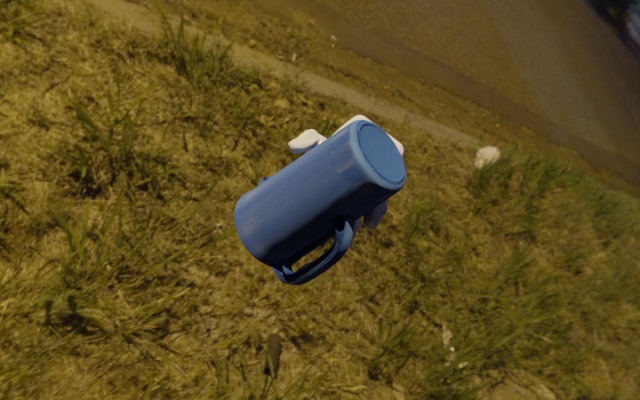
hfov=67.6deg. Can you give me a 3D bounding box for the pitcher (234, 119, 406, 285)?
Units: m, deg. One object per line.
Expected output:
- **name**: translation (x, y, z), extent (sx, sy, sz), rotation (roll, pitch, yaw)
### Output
- **pitcher**: translation (0.000, 0.002, 0.674), extent (0.243, 0.149, 0.145), rotation (-34, 11, 36)
